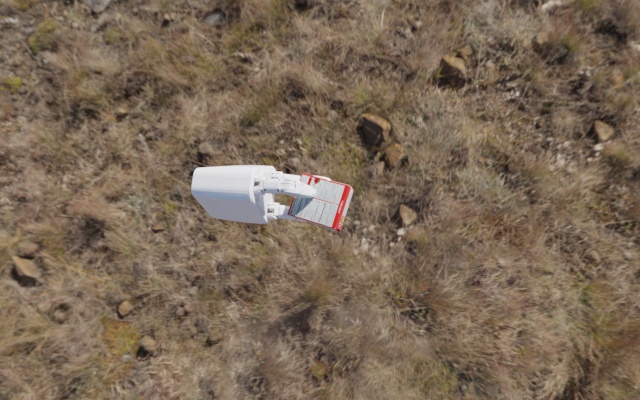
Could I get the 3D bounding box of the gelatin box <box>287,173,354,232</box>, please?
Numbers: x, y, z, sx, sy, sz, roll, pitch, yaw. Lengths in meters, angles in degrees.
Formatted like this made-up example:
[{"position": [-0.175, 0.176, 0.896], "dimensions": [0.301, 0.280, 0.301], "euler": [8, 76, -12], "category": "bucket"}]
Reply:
[{"position": [0.000, 0.002, 0.767], "dimensions": [0.089, 0.073, 0.030], "euler": [16, -7, 21], "category": "gelatin box"}]
